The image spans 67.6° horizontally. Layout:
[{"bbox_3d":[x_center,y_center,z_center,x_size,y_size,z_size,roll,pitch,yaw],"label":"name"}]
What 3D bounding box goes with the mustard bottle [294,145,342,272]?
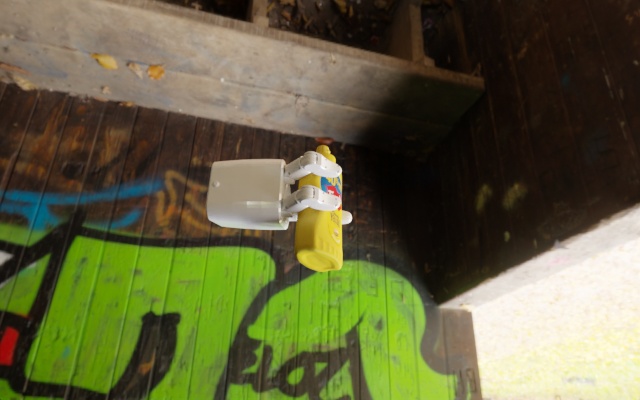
[{"bbox_3d":[0.000,0.003,0.712,0.058,0.191,0.096,-11,-30,24],"label":"mustard bottle"}]
